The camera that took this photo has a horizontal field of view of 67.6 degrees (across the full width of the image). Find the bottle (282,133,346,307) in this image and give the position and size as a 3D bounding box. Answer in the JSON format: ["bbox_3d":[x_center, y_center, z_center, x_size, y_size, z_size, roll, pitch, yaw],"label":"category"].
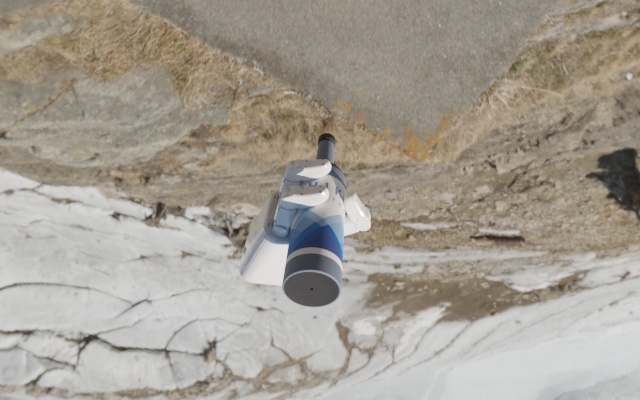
[{"bbox_3d":[0.000,0.002,0.639,0.069,0.069,0.295,0,41,5],"label":"bottle"}]
